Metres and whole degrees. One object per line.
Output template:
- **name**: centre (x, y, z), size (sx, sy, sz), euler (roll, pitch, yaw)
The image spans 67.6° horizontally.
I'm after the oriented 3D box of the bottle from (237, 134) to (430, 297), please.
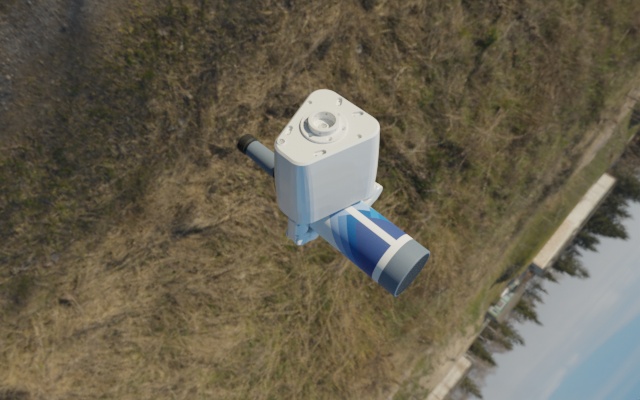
- **bottle**: centre (0.000, 0.002, 0.609), size (0.295, 0.069, 0.069), euler (38, 17, 23)
